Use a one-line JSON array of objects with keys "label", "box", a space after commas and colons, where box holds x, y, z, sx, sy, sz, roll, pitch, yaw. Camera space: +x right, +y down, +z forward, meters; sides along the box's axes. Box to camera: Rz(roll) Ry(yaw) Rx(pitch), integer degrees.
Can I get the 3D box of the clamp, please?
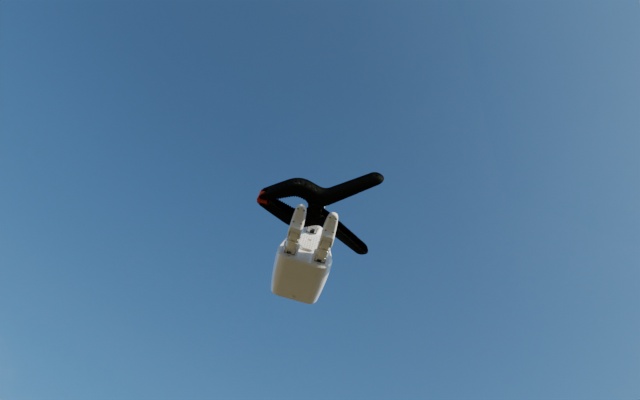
[{"label": "clamp", "box": [0.000, 0.002, 0.805, 0.210, 0.165, 0.036, 16, 33, -1]}]
